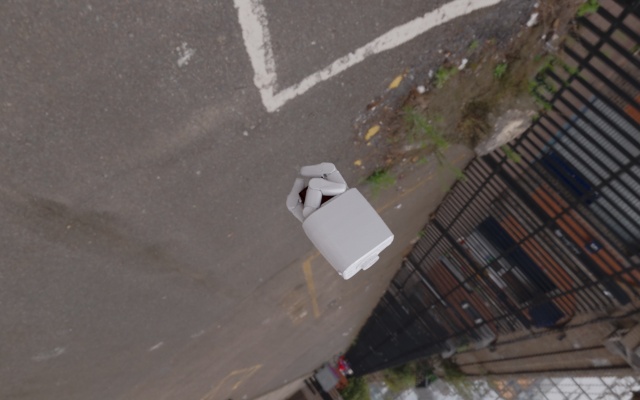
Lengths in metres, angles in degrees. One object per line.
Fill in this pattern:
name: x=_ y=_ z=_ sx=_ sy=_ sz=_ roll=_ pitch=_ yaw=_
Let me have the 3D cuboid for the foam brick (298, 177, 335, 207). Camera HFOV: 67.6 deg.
foam brick: x=0.000 y=0.003 z=0.837 sx=0.053 sy=0.051 sz=0.078 roll=-38 pitch=-17 yaw=-7
